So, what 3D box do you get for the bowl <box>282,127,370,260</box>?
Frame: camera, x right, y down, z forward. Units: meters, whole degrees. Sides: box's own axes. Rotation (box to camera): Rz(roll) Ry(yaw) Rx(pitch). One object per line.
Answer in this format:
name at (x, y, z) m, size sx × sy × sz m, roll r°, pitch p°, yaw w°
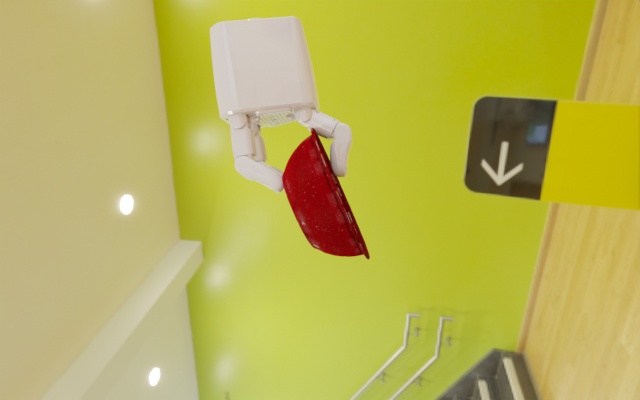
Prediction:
bowl at (0.000, 0.003, 0.541) m, size 0.055 × 0.162 × 0.162 m, roll -24°, pitch -2°, yaw 5°
